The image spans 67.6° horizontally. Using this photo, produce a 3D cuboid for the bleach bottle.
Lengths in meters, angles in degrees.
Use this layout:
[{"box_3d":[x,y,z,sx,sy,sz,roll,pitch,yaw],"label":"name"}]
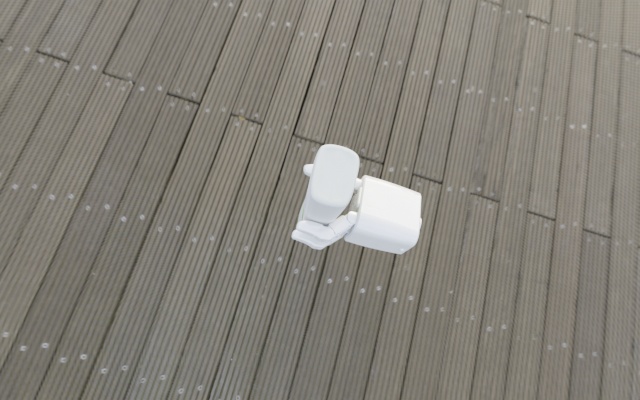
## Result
[{"box_3d":[0.000,0.003,0.816,0.068,0.102,0.251,15,-20,-5],"label":"bleach bottle"}]
